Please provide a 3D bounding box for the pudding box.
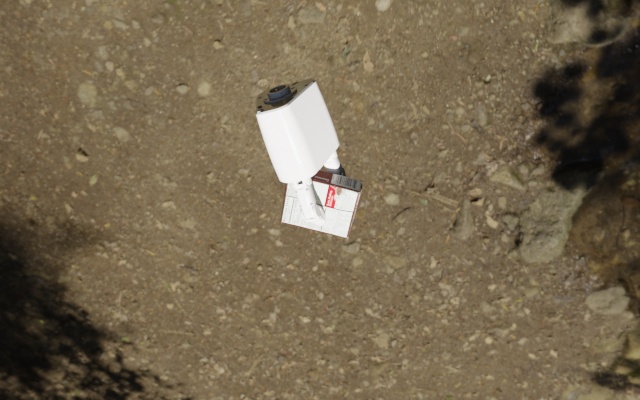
[{"bbox_3d":[0.000,0.002,0.733,0.113,0.090,0.039,14,32,4],"label":"pudding box"}]
